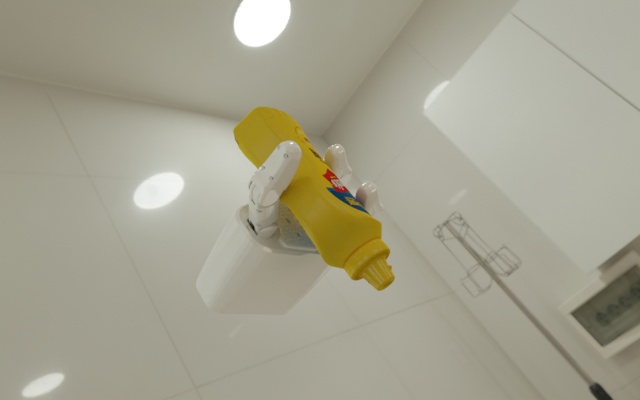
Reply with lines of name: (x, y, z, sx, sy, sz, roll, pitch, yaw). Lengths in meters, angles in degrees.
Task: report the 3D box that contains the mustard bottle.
mustard bottle: (0.000, 0.001, 0.429, 0.058, 0.191, 0.096, -42, -26, 7)
